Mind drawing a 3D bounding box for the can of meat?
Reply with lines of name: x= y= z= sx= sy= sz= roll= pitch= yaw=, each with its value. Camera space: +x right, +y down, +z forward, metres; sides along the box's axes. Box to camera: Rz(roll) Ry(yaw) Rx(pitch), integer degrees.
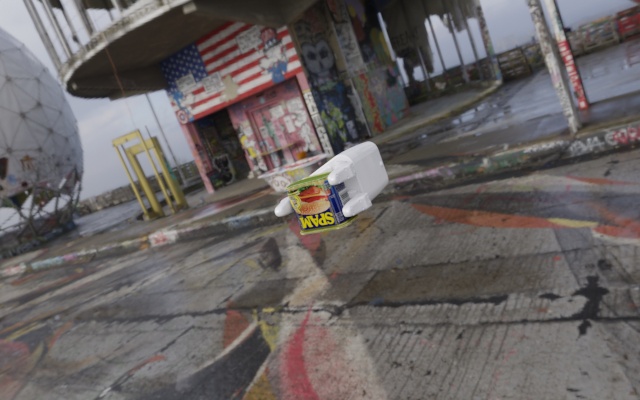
can of meat: x=0.000 y=0.002 z=0.773 sx=0.102 sy=0.084 sz=0.057 roll=-12 pitch=14 yaw=40
